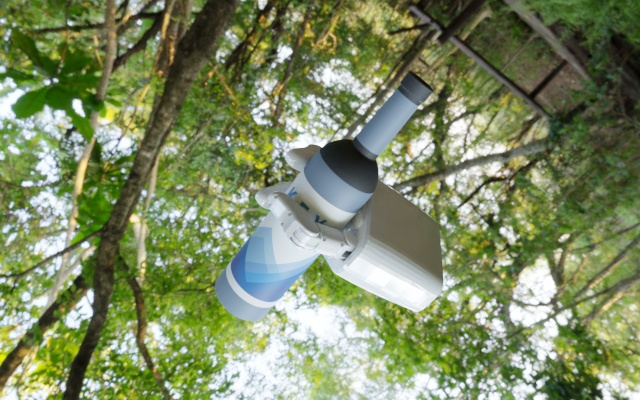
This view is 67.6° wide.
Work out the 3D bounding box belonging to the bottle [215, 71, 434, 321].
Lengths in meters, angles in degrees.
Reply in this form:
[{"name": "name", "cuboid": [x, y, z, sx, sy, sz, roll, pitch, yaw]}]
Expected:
[{"name": "bottle", "cuboid": [0.000, 0.002, 0.466, 0.069, 0.296, 0.069, 32, 24, -17]}]
